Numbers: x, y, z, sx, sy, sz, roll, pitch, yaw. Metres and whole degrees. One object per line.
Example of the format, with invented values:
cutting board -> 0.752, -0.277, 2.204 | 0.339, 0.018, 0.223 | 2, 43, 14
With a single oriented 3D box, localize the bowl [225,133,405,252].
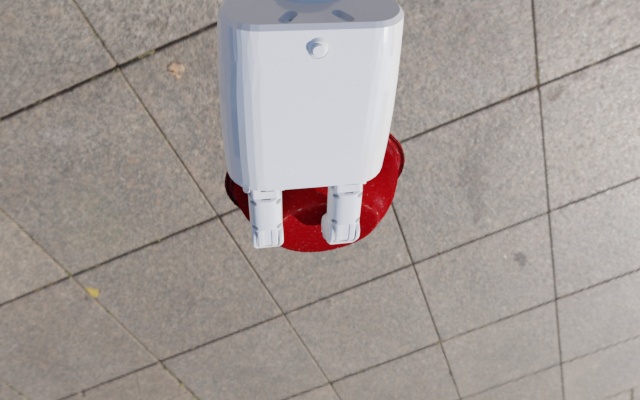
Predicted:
bowl -> 0.000, 0.002, 0.417 | 0.162, 0.055, 0.162 | -8, -29, -5
